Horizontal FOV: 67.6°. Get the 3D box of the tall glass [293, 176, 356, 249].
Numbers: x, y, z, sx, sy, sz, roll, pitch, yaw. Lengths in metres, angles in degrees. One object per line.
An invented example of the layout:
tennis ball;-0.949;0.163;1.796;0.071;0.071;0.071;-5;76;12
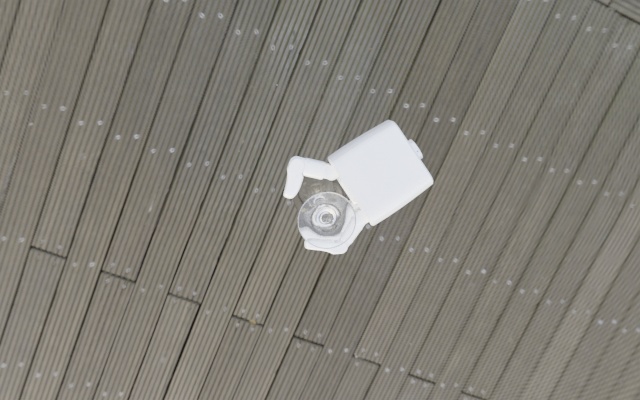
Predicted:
tall glass;0.000;0.002;0.696;0.079;0.079;0.201;0;13;-5
